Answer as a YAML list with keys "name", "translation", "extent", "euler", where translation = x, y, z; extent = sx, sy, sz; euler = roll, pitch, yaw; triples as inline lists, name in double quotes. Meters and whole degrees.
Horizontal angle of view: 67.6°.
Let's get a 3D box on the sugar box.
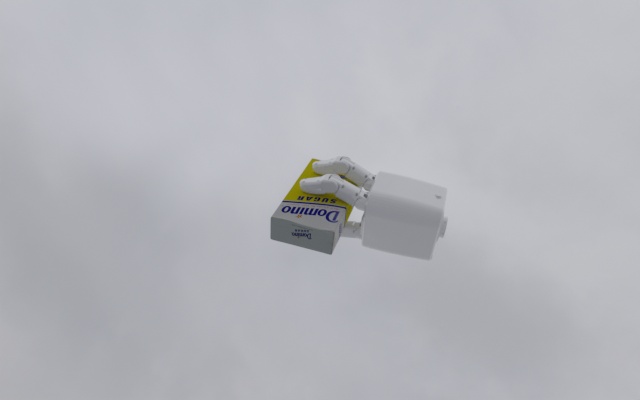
- name: "sugar box"
  translation: [0.000, 0.002, 0.711]
  extent: [0.093, 0.048, 0.176]
  euler: [13, 33, 12]
